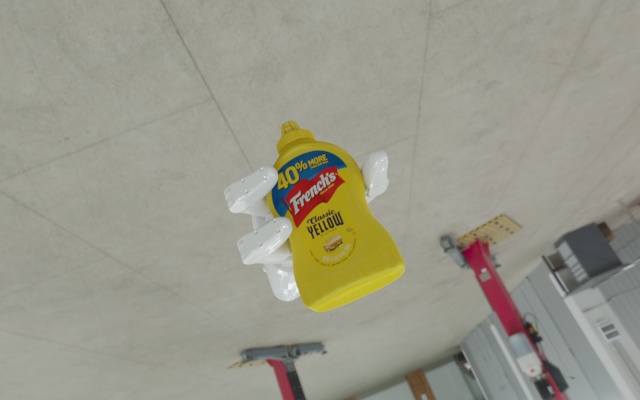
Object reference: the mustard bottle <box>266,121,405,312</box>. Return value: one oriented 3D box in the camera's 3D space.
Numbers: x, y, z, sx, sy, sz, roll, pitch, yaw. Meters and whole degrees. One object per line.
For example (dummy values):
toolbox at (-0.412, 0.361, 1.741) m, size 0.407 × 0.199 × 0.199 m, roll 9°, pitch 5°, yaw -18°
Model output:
mustard bottle at (0.000, 0.002, 0.461) m, size 0.096 × 0.191 × 0.058 m, roll -27°, pitch -26°, yaw 9°
